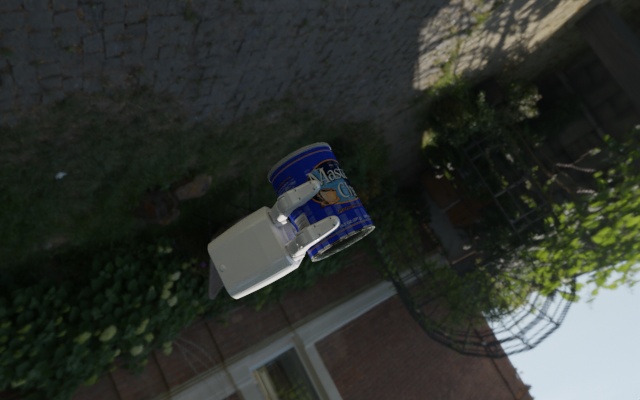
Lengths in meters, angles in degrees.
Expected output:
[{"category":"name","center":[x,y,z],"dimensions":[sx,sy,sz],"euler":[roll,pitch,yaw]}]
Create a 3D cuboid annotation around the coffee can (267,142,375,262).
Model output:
[{"category":"coffee can","center":[0.000,0.002,0.690],"dimensions":[0.103,0.140,0.103],"euler":[-27,-12,-7]}]
